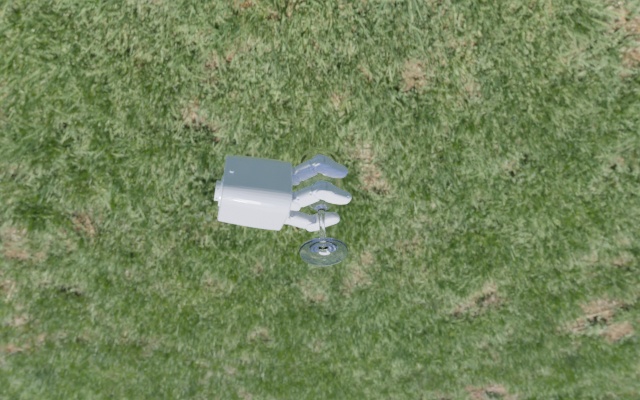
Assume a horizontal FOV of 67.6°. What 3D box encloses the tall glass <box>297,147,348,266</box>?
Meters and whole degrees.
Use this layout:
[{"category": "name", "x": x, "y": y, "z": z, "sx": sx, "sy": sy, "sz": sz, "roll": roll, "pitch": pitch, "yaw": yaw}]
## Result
[{"category": "tall glass", "x": 0.000, "y": 0.003, "z": 0.778, "sx": 0.079, "sy": 0.200, "sz": 0.079, "roll": -2, "pitch": -40, "yaw": -1}]
